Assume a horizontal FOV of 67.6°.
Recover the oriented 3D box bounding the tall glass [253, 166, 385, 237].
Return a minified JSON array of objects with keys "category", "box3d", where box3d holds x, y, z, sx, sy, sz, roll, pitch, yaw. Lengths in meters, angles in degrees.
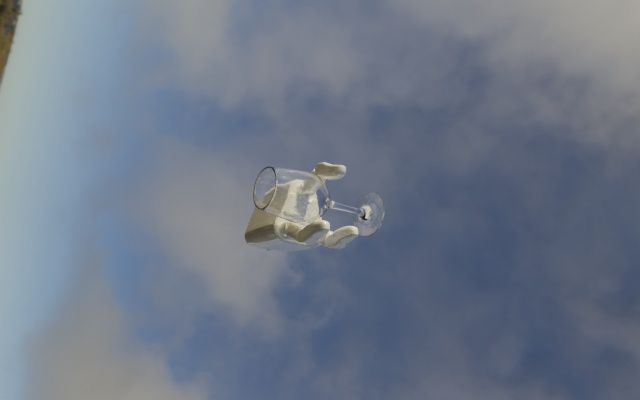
[{"category":"tall glass","box3d":[0.001,0.002,0.722,0.201,0.079,0.079,14,-9,-36]}]
